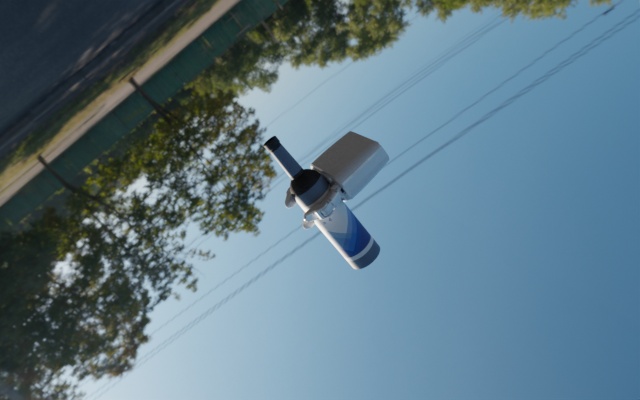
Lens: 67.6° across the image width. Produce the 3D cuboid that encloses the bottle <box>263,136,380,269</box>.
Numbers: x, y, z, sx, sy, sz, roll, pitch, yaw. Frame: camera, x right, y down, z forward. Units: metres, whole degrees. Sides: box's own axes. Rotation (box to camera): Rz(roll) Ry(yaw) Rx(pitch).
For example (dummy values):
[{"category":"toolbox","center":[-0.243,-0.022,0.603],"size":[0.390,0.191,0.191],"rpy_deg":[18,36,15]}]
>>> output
[{"category":"bottle","center":[0.000,0.003,0.873],"size":[0.069,0.296,0.069],"rpy_deg":[-34,21,15]}]
